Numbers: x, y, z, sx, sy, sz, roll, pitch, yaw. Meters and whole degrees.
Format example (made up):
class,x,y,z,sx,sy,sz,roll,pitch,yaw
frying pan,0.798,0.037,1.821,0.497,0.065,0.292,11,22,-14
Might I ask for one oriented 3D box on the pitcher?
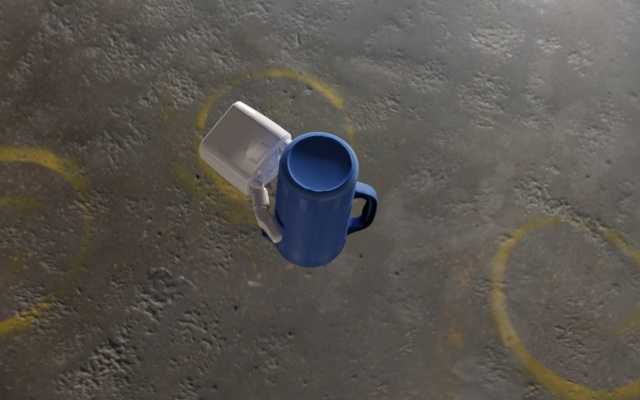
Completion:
class,x,y,z,sx,sy,sz,roll,pitch,yaw
pitcher,0.000,0.002,0.739,0.145,0.149,0.243,38,-23,13
